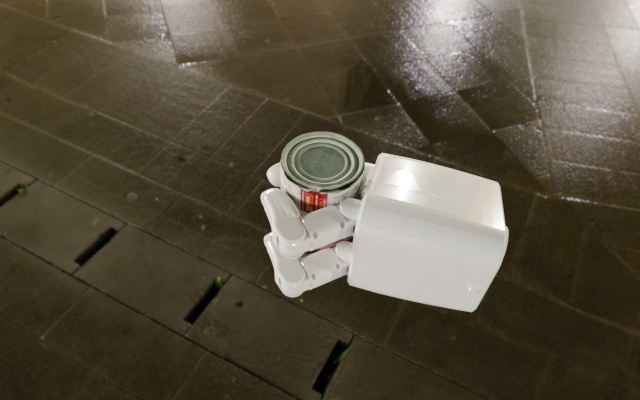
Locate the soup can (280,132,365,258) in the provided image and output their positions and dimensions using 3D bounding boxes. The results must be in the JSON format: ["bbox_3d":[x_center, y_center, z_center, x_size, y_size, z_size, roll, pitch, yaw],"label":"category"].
[{"bbox_3d":[0.000,0.001,0.406,0.068,0.068,0.102,0,-42,-3],"label":"soup can"}]
